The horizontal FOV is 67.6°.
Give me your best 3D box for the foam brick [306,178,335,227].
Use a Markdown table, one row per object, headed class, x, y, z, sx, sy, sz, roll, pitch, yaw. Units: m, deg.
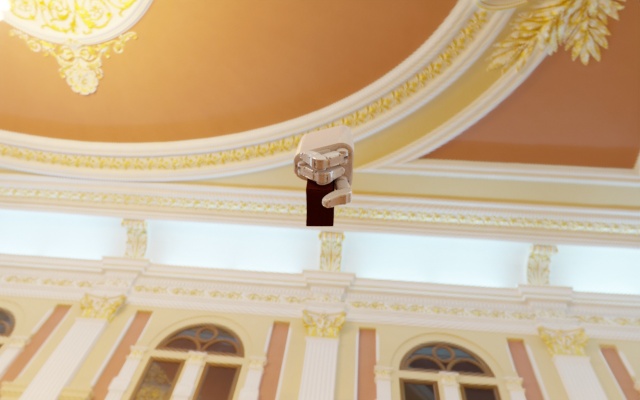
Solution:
| class | x | y | z | sx | sy | sz | roll | pitch | yaw |
| --- | --- | --- | --- | --- | --- | --- | --- | --- | --- |
| foam brick | 0.000 | 0.003 | 0.879 | 0.053 | 0.078 | 0.051 | 2 | 30 | 1 |
